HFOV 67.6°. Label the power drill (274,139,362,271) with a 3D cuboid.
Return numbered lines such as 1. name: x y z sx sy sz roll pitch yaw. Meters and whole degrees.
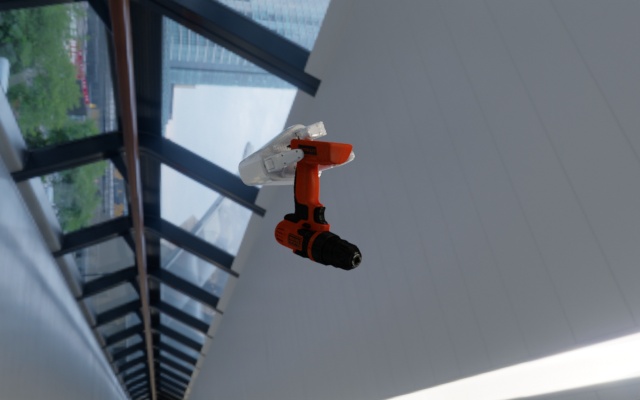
1. power drill: 0.000 0.002 0.736 0.057 0.187 0.184 0 10 -43
